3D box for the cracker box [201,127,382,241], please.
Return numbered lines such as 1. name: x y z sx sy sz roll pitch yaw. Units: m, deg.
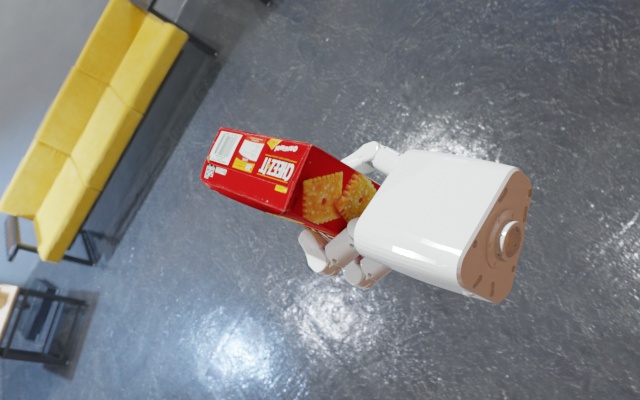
1. cracker box: 0.000 0.001 0.523 0.214 0.072 0.164 28 -7 -42
